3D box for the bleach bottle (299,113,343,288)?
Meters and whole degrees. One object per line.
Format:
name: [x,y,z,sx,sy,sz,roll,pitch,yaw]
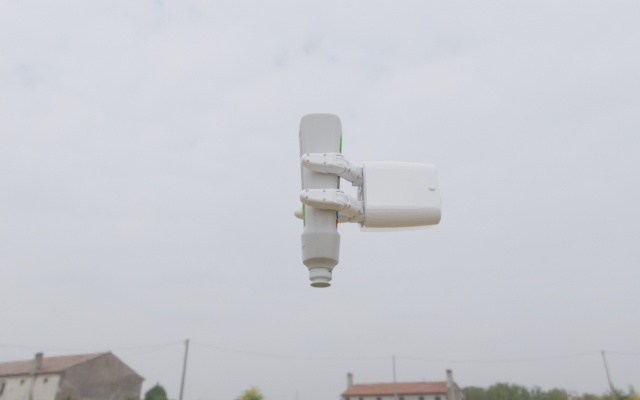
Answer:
bleach bottle: [0.000,0.002,0.691,0.068,0.250,0.103,0,-25,0]
